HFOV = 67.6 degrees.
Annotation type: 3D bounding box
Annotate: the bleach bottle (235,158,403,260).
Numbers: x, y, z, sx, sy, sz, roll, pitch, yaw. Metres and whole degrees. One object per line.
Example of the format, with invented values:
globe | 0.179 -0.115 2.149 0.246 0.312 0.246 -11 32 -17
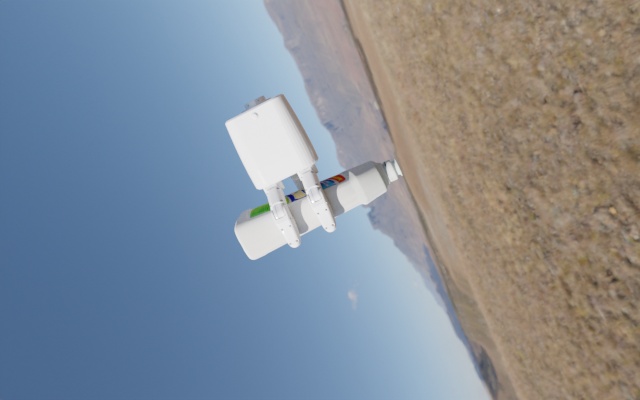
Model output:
bleach bottle | 0.000 0.002 0.711 0.251 0.068 0.102 -25 12 8
